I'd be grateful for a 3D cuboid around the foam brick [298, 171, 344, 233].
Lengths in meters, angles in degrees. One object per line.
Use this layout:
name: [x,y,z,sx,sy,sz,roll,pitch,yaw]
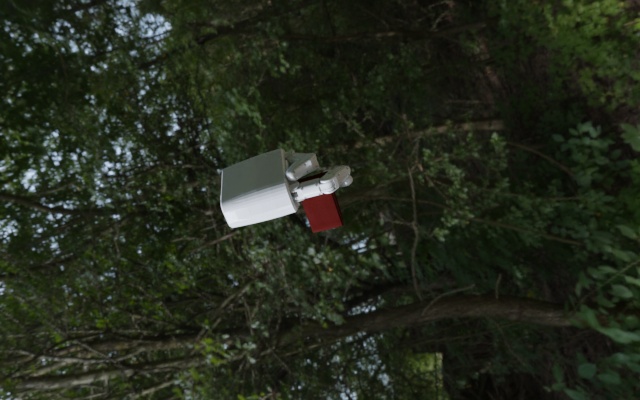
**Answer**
foam brick: [0.000,0.003,0.757,0.051,0.078,0.053,-18,25,5]
